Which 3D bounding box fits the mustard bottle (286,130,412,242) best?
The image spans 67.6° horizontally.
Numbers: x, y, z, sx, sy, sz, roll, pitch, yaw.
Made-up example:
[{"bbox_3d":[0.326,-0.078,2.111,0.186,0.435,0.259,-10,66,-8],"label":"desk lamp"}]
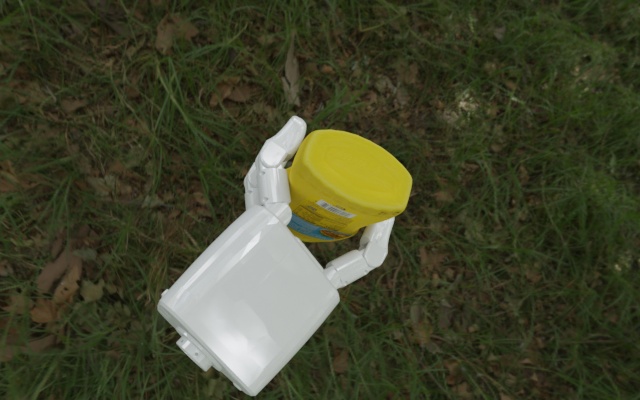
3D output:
[{"bbox_3d":[0.000,0.001,0.456,0.096,0.058,0.192,23,-22,-13],"label":"mustard bottle"}]
